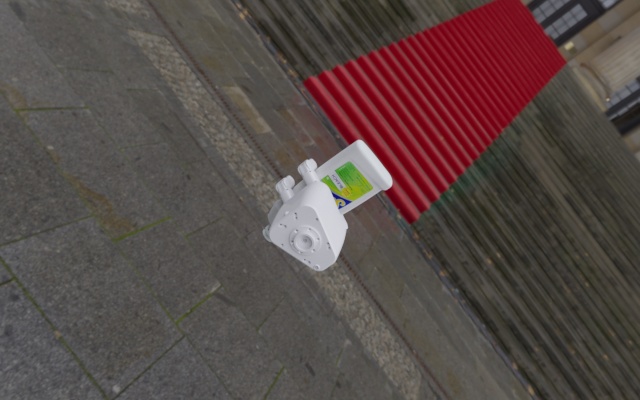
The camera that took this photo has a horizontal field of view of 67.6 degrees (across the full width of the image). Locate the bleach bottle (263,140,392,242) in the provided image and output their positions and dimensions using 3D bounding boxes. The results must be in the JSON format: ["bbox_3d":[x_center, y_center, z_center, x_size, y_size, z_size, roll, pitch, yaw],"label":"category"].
[{"bbox_3d":[0.000,0.003,0.866,0.251,0.102,0.068,-37,9,19],"label":"bleach bottle"}]
